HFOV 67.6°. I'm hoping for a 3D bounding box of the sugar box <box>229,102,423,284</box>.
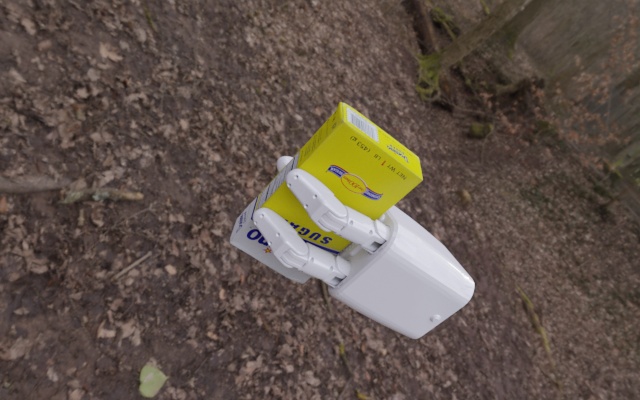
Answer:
[{"bbox_3d":[0.000,0.002,0.451,0.093,0.176,0.048,33,30,-19],"label":"sugar box"}]
